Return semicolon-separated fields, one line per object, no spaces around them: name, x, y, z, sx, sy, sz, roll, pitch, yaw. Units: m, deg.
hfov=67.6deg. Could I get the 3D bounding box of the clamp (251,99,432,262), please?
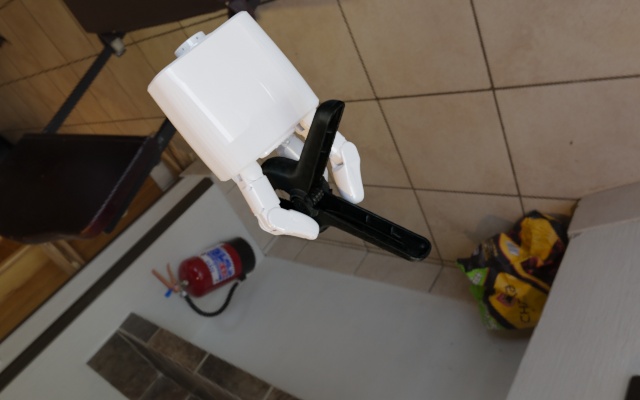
clamp;-0.001;0.002;0.466;0.036;0.164;0.210;-47;17;-32
